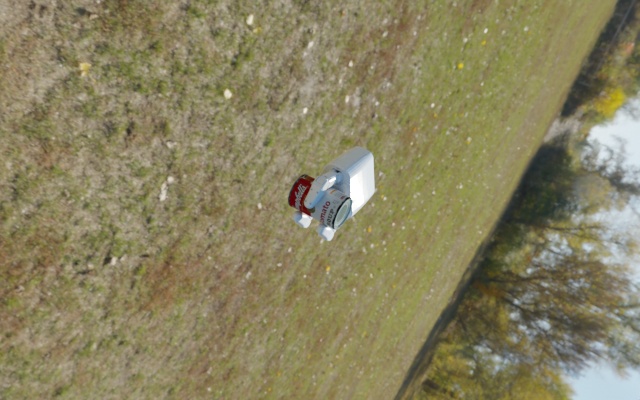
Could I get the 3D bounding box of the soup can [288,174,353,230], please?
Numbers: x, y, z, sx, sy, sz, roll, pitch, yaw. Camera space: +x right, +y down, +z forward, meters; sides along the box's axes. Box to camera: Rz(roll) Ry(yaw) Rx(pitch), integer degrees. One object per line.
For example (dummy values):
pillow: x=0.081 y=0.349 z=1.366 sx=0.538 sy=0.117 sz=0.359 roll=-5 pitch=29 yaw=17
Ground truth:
soup can: x=0.000 y=0.003 z=0.883 sx=0.102 sy=0.068 sz=0.068 roll=28 pitch=11 yaw=21
